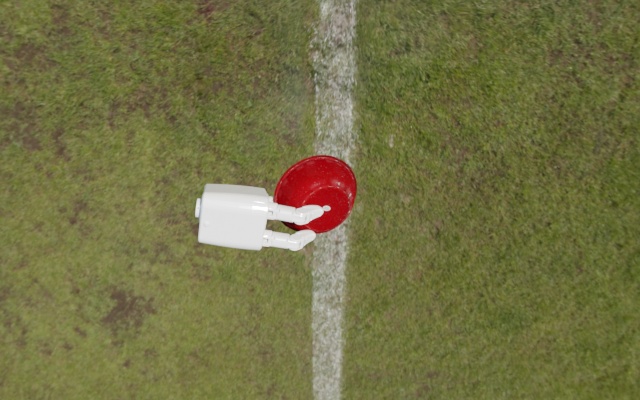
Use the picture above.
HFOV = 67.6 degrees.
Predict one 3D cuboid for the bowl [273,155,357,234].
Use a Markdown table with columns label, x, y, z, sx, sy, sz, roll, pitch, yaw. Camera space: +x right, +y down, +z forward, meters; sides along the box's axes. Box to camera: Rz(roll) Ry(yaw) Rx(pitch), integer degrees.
| label | x | y | z | sx | sy | sz | roll | pitch | yaw |
| --- | --- | --- | --- | --- | --- | --- | --- | --- | --- |
| bowl | 0.002 | 0.003 | 0.854 | 0.162 | 0.162 | 0.055 | 0 | 29 | -22 |
